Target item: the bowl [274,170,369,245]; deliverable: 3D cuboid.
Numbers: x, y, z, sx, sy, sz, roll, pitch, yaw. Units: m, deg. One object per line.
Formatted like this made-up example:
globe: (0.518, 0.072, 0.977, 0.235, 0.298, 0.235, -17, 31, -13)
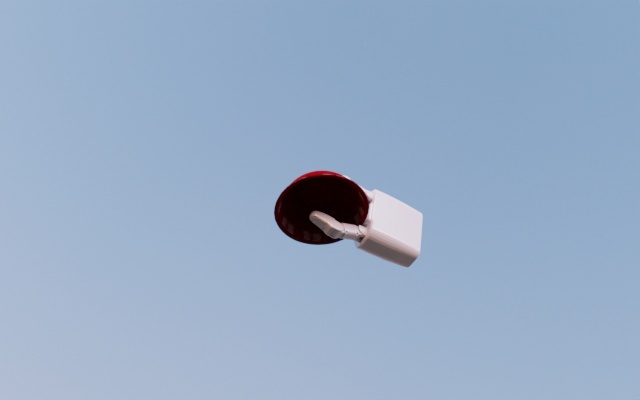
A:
bowl: (-0.001, 0.002, 0.824, 0.162, 0.162, 0.055, 0, 42, -7)
